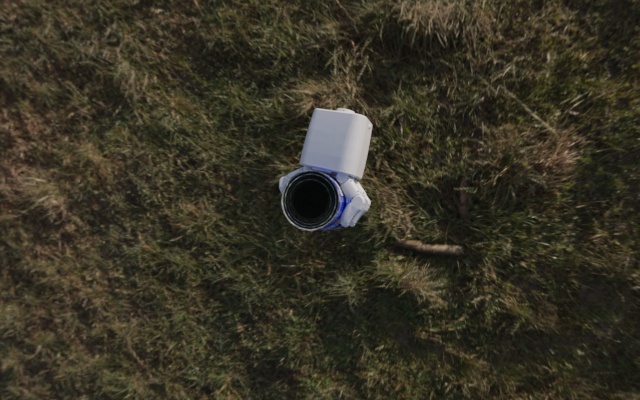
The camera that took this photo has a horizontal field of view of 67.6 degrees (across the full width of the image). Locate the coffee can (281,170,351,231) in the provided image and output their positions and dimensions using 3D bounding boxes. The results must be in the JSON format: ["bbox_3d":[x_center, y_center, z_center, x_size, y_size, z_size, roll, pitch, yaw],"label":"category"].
[{"bbox_3d":[0.000,0.003,0.862,0.103,0.103,0.140,0,-2,15],"label":"coffee can"}]
